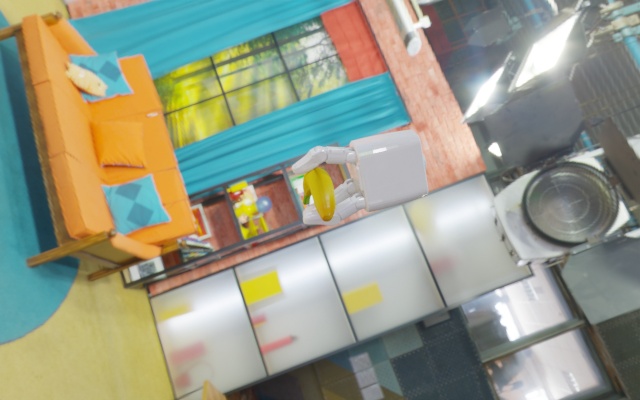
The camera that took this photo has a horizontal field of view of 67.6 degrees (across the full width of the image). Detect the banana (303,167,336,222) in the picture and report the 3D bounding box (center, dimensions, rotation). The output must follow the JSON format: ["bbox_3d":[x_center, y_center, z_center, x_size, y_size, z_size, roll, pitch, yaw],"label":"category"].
[{"bbox_3d":[-0.002,-0.016,0.747,0.037,0.069,0.198,-7,8,-8],"label":"banana"}]
